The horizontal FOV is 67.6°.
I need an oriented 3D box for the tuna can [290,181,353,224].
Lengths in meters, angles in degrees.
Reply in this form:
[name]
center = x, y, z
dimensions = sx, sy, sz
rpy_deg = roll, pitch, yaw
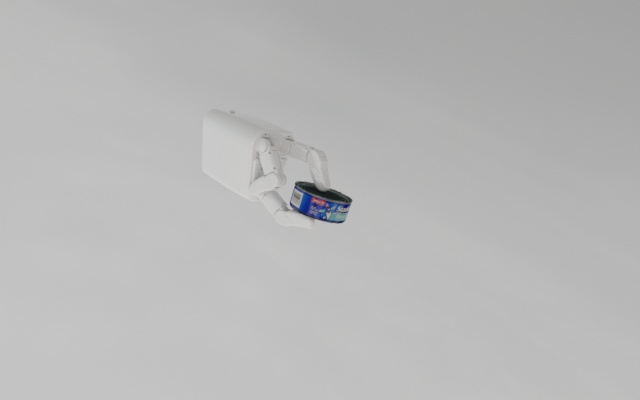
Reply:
[tuna can]
center = 0.000, 0.003, 0.680
dimensions = 0.086, 0.034, 0.086
rpy_deg = 17, 12, -4
